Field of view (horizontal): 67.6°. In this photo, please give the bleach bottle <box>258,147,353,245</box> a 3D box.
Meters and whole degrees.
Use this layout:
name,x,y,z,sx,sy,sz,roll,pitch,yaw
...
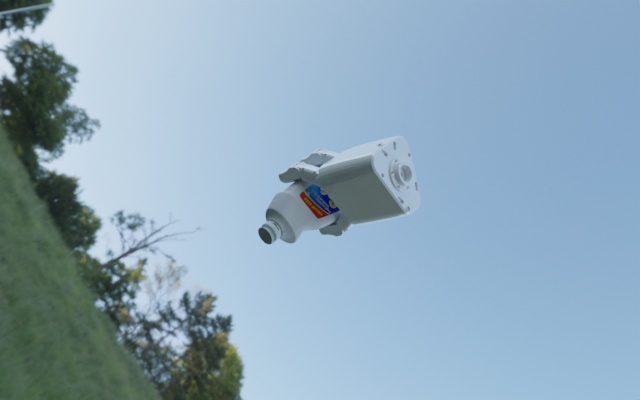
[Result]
name,x,y,z,sx,sy,sz,roll,pitch,yaw
bleach bottle,0.000,0.002,0.773,0.068,0.102,0.250,-13,18,47
